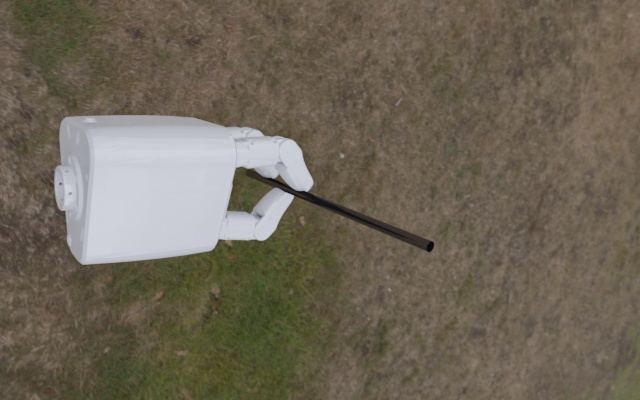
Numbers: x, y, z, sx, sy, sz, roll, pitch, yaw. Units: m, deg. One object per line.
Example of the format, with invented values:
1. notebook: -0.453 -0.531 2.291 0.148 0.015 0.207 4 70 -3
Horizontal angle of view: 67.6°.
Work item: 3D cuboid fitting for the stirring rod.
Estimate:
1. stirring rod: 0.000 0.001 0.417 0.011 0.011 0.239 0 15 -41
